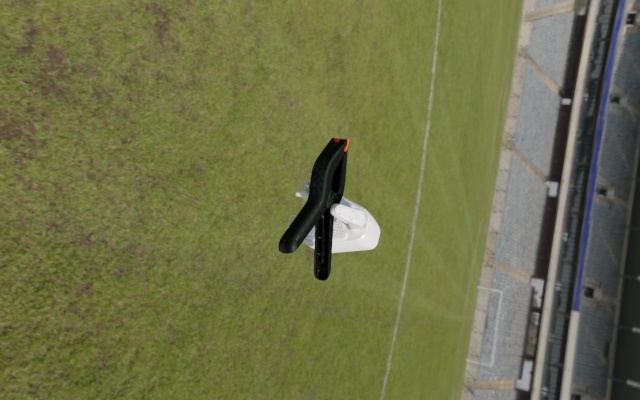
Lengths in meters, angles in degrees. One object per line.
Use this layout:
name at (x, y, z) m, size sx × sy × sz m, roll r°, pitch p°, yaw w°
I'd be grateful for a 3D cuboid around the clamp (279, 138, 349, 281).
clamp at (0.001, 0.002, 0.678) m, size 0.036 × 0.210 × 0.164 m, roll 9°, pitch -12°, yaw 21°
